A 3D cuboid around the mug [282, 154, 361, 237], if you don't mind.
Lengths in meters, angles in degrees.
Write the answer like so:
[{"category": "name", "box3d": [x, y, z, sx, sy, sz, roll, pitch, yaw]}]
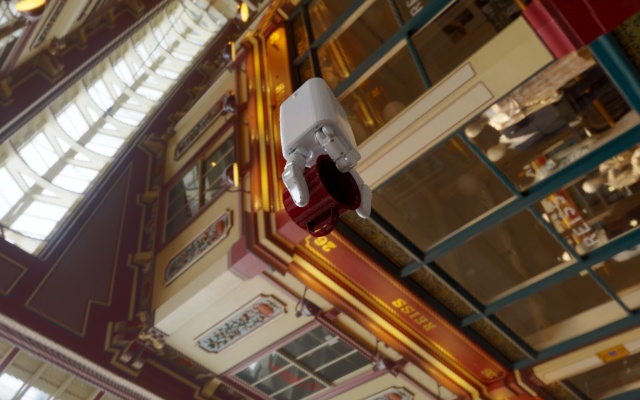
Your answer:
[{"category": "mug", "box3d": [0.000, 0.004, 0.690, 0.081, 0.117, 0.093, -35, -45, 30]}]
